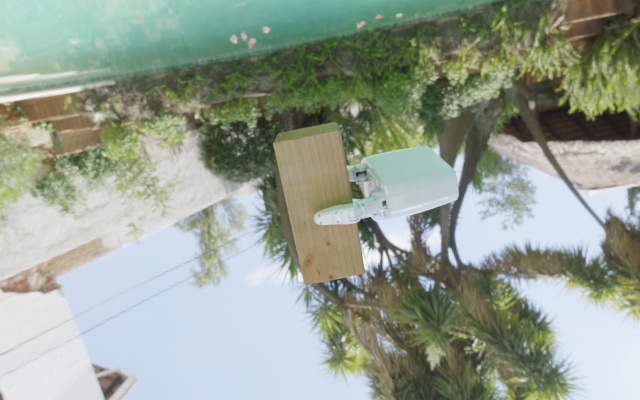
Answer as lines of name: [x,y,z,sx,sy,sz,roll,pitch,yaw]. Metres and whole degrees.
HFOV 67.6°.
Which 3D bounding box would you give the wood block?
wood block: [0.001,0.002,0.682,0.090,0.206,0.090,-11,16,2]
